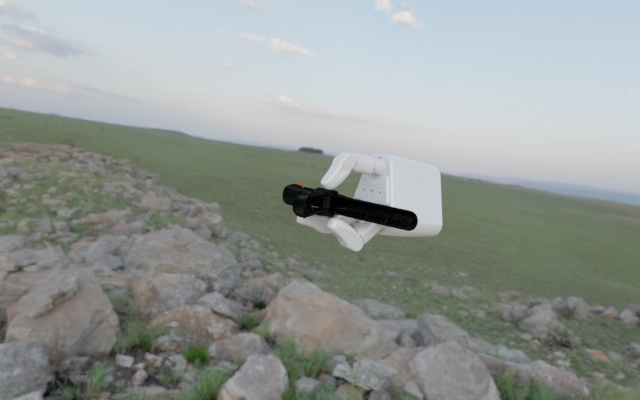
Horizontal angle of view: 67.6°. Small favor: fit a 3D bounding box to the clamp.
[{"bbox_3d":[0.000,0.001,0.626,0.164,0.036,0.210,9,5,-34],"label":"clamp"}]
